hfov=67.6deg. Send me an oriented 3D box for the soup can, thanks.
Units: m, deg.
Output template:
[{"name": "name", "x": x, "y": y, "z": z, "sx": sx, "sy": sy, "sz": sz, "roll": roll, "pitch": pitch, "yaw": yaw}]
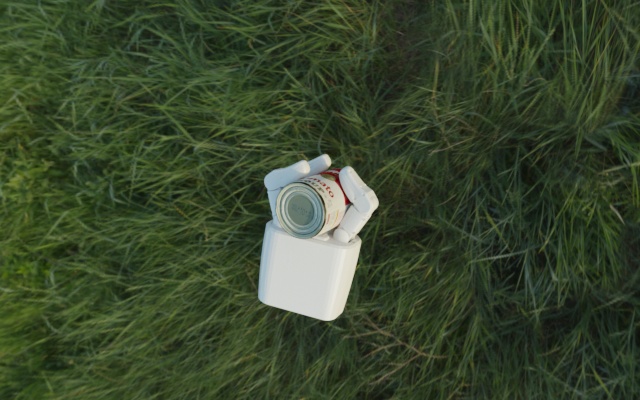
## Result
[{"name": "soup can", "x": 0.000, "y": 0.002, "z": 0.573, "sx": 0.068, "sy": 0.068, "sz": 0.102, "roll": 0, "pitch": 12, "yaw": 29}]
